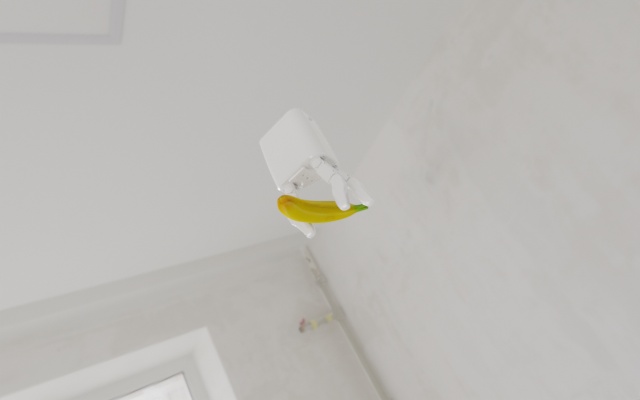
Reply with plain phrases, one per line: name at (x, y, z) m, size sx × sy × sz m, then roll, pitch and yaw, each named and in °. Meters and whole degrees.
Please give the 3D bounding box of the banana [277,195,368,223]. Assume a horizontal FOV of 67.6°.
banana at (-0.009, 0.012, 0.786) m, size 0.198 × 0.037 × 0.070 m, roll 2°, pitch -31°, yaw -45°
